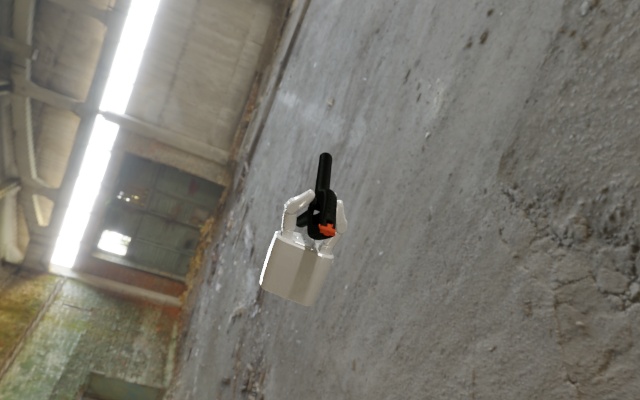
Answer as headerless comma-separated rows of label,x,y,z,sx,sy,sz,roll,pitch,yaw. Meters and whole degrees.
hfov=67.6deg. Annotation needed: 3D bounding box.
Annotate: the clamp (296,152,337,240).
clamp,-0.001,0.003,0.876,0.036,0.164,0.210,16,12,-15
